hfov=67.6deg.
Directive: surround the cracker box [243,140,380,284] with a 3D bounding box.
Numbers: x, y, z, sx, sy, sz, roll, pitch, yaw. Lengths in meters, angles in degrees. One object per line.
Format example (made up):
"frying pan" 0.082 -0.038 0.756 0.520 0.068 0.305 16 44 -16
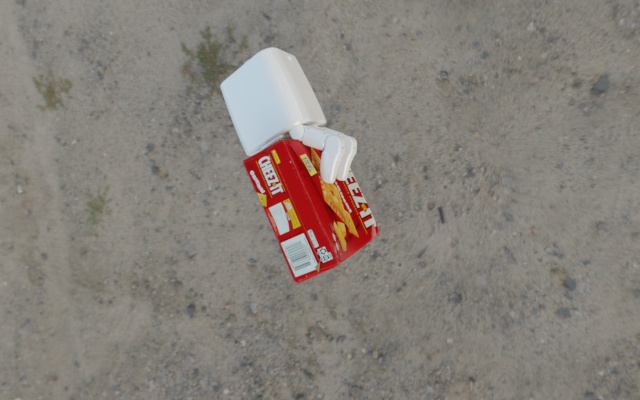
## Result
"cracker box" 0.000 0.002 0.657 0.072 0.164 0.213 -25 -3 21
